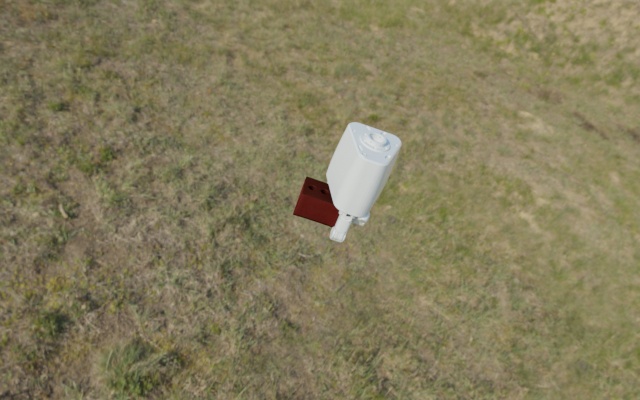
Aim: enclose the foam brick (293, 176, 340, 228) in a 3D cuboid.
[{"bbox_3d":[0.000,0.003,0.817,0.078,0.051,0.053,18,39,-5],"label":"foam brick"}]
